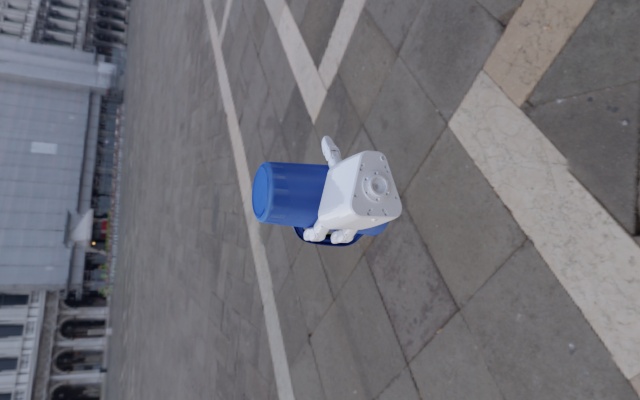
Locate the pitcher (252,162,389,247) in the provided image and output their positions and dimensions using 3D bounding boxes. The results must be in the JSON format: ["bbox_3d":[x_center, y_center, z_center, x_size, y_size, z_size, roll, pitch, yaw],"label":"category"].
[{"bbox_3d":[0.000,0.003,0.885,0.243,0.149,0.145,4,-12,-25],"label":"pitcher"}]
